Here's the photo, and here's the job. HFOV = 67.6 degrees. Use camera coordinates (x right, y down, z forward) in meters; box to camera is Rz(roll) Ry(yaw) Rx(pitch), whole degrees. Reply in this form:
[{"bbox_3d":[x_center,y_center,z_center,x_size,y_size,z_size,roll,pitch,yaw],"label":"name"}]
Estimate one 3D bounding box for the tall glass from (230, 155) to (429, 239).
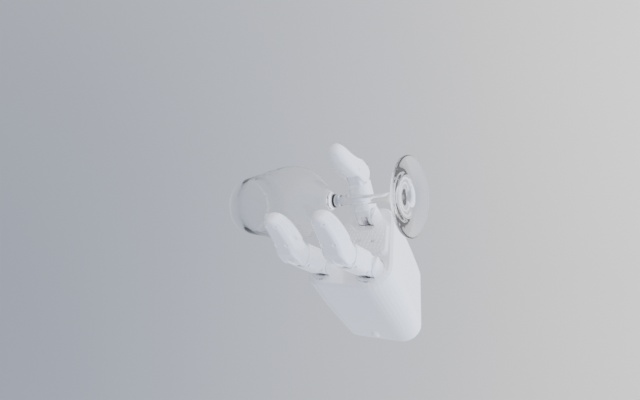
[{"bbox_3d":[0.001,0.001,0.479,0.201,0.079,0.079,-3,-2,36],"label":"tall glass"}]
